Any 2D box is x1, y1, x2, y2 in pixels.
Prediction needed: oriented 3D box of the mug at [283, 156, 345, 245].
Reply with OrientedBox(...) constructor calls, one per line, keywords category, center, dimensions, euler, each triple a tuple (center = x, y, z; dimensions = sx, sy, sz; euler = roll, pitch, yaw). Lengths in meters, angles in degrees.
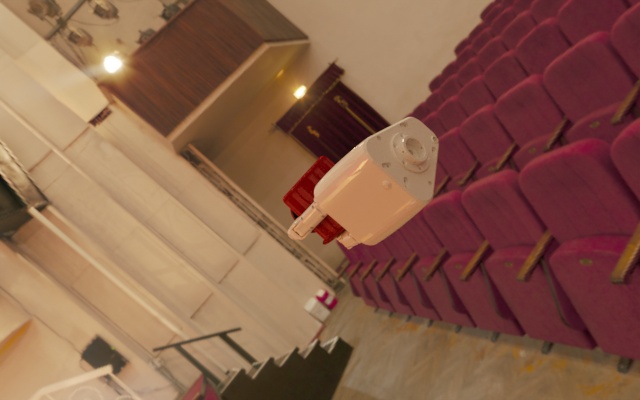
OrientedBox(category="mug", center=(-0.001, 0.003, 0.631), dimensions=(0.117, 0.081, 0.093), euler=(-43, 6, 48))
